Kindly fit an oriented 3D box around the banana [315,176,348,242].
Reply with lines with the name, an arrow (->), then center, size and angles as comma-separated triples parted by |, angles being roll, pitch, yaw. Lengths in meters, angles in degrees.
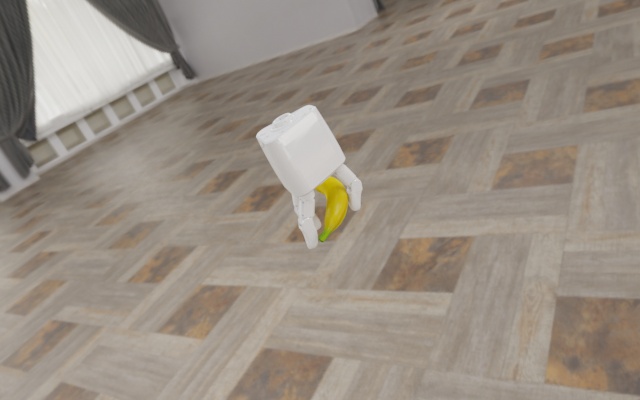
banana -> 0.016, -0.005, 0.858 | 0.069, 0.037, 0.197 | -30, 26, 14
